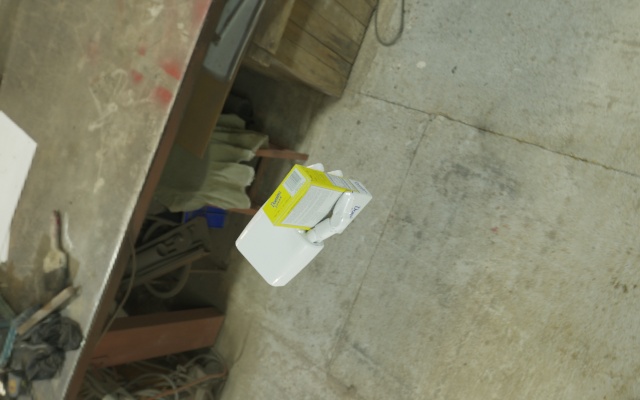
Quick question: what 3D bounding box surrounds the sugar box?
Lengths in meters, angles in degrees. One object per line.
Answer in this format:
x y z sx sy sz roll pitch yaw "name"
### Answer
0.000 0.002 0.762 0.176 0.093 0.048 10 35 -55 "sugar box"
